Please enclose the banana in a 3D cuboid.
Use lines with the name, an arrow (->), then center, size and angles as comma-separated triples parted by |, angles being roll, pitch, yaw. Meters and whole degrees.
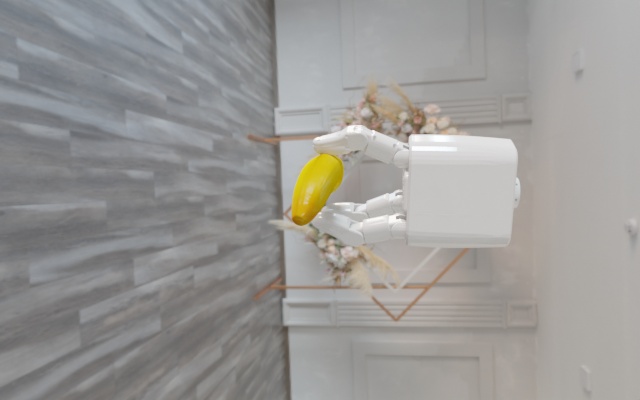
banana -> 0.002, -0.017, 0.512 | 0.037, 0.069, 0.198 | 6, 4, 7
